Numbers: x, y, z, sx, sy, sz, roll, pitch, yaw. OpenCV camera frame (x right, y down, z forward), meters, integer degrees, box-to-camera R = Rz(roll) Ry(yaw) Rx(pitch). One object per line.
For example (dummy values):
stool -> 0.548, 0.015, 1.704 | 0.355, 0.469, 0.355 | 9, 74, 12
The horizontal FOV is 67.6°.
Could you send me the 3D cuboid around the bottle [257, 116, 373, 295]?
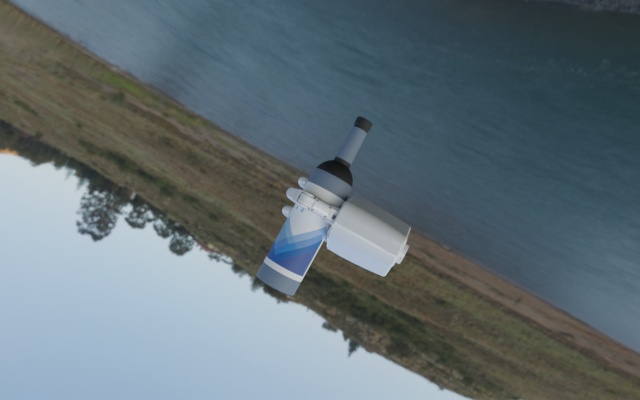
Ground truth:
bottle -> 0.000, 0.003, 0.749 | 0.069, 0.295, 0.069 | 29, -3, 1
